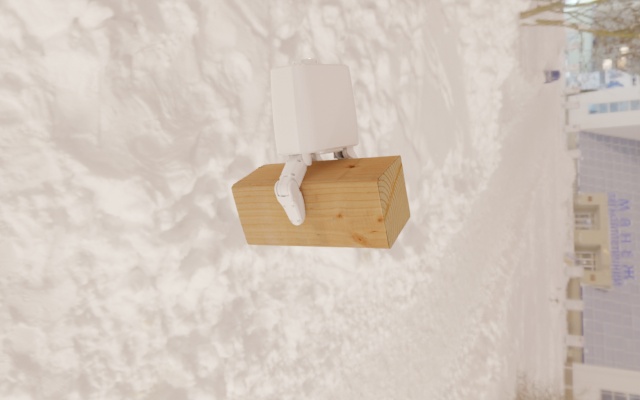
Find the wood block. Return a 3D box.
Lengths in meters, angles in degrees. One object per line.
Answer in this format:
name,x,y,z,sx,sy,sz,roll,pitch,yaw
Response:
wood block,0.000,0.002,0.625,0.206,0.090,0.090,-1,23,28
